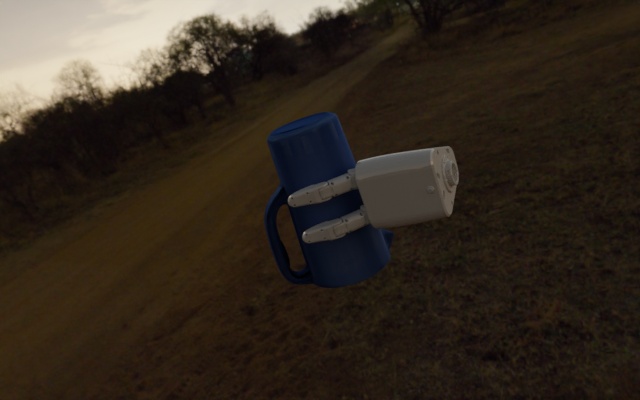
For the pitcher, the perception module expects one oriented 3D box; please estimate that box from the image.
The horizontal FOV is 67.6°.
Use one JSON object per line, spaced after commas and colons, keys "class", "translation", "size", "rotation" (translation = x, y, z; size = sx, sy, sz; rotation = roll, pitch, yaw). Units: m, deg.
{"class": "pitcher", "translation": [0.000, 0.002, 0.713], "size": [0.145, 0.243, 0.149], "rotation": [-9, 20, 32]}
